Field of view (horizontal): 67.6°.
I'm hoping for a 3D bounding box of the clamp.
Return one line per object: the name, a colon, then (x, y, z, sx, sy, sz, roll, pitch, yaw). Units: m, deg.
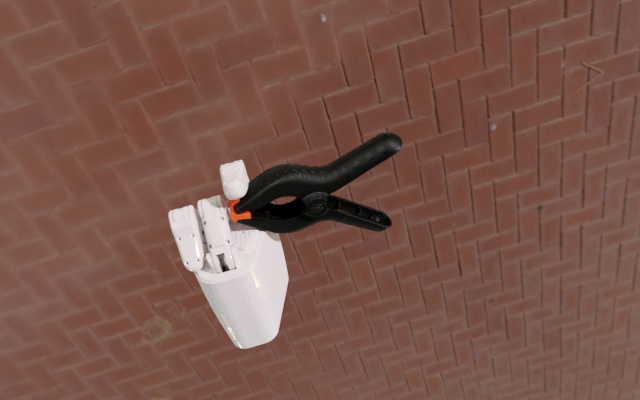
clamp: (0.000, 0.002, 0.471, 0.171, 0.120, 0.039, -13, 38, -1)
